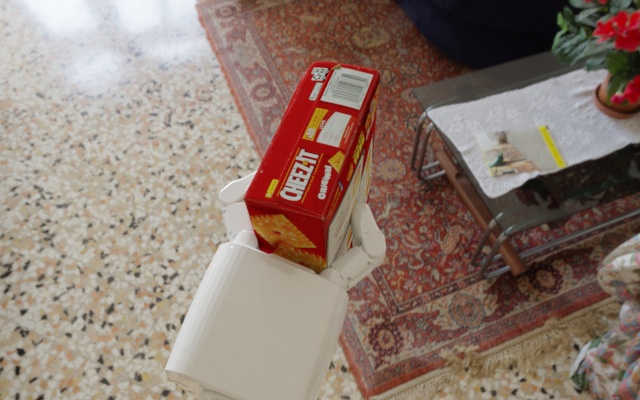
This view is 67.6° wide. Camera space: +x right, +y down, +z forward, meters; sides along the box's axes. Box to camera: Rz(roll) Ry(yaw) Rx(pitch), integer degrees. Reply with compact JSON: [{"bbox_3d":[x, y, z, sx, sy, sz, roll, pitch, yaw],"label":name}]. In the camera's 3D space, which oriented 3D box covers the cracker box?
[{"bbox_3d":[0.000,0.001,0.466,0.072,0.164,0.214,14,-32,11],"label":"cracker box"}]
